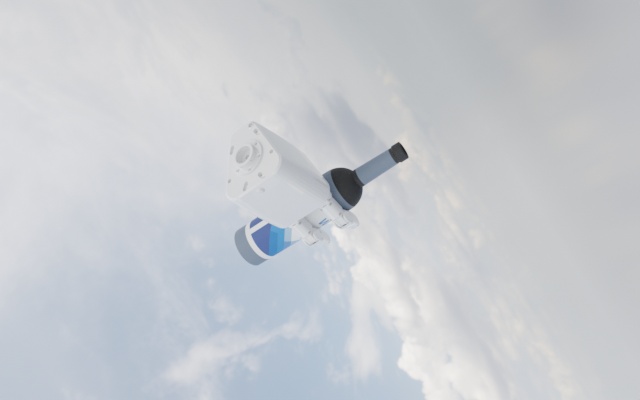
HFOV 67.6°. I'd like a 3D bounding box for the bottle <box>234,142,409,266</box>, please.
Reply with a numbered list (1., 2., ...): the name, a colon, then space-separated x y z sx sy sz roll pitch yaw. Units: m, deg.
1. bottle: 0.000 0.003 0.720 0.296 0.069 0.069 -32 -13 21
